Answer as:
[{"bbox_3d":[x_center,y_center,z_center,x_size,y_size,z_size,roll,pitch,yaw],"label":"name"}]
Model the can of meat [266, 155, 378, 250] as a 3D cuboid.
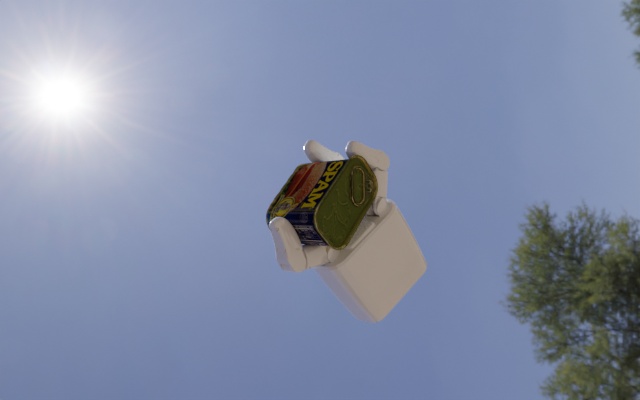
[{"bbox_3d":[0.000,0.002,0.514,0.084,0.102,0.057,-1,-44,45],"label":"can of meat"}]
